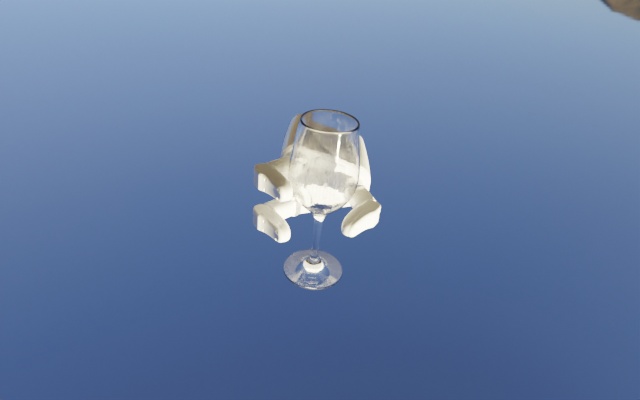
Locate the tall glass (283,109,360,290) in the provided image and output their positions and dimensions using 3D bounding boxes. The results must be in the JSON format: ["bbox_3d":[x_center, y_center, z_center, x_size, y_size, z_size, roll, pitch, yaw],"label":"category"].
[{"bbox_3d":[0.000,0.002,0.540,0.079,0.201,0.079,5,33,-3],"label":"tall glass"}]
